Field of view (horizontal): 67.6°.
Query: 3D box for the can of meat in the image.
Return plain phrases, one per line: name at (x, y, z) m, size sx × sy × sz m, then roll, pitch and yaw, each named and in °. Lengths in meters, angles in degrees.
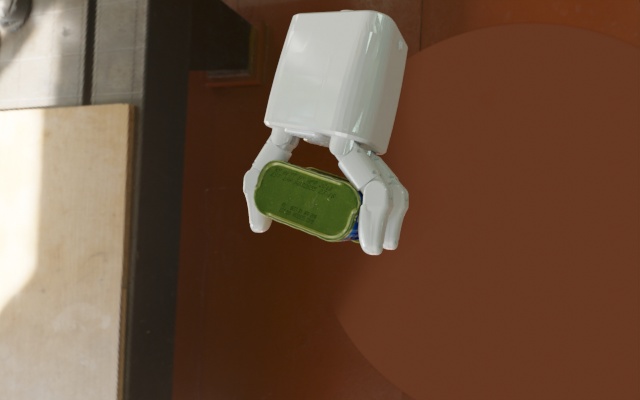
can of meat at (0.000, 0.001, 0.439) m, size 0.102 × 0.057 × 0.084 m, roll 19°, pitch 3°, yaw 21°
